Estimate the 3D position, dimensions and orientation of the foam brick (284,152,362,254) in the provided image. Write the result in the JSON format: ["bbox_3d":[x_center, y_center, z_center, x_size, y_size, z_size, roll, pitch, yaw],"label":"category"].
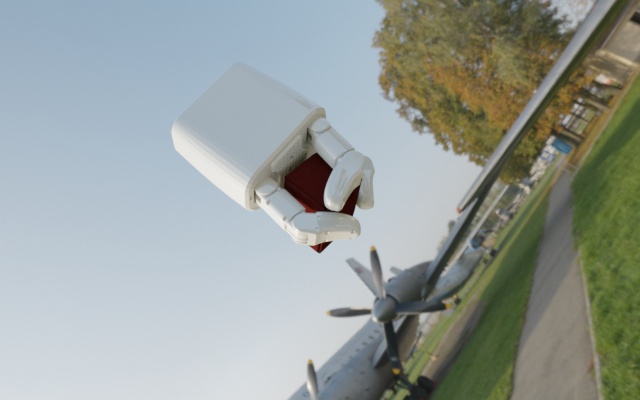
[{"bbox_3d":[0.000,0.002,0.461,0.051,0.078,0.053,37,58,20],"label":"foam brick"}]
